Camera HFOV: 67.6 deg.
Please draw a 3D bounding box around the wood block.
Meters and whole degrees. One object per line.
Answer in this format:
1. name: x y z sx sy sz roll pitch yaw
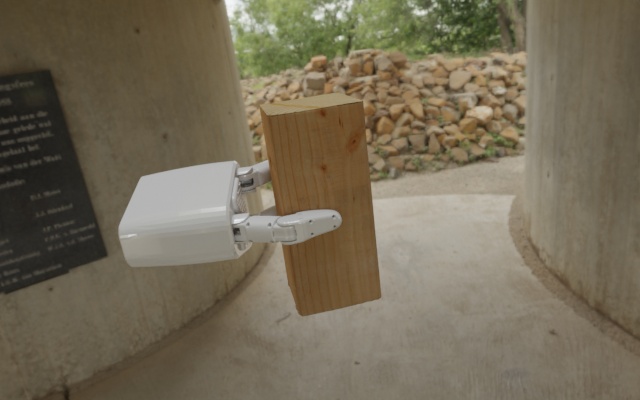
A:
1. wood block: 0.000 0.002 0.497 0.090 0.206 0.090 -11 19 -9
